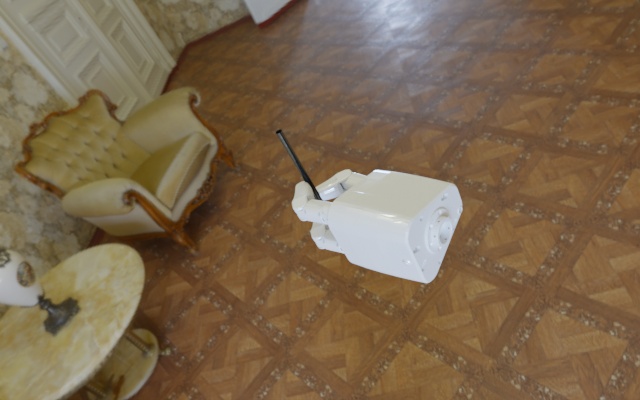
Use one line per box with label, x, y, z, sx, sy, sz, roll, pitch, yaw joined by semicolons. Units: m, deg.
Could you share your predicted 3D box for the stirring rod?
stirring rod;0.000;0.002;0.634;0.011;0.011;0.240;0;-44;34
